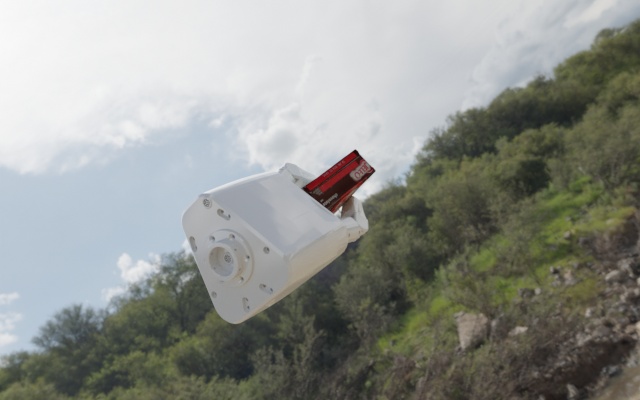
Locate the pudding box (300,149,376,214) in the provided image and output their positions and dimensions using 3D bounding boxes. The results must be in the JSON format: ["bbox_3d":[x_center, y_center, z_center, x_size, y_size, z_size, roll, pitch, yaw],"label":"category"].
[{"bbox_3d":[0.000,0.002,0.531,0.090,0.039,0.113,-37,-5,-34],"label":"pudding box"}]
